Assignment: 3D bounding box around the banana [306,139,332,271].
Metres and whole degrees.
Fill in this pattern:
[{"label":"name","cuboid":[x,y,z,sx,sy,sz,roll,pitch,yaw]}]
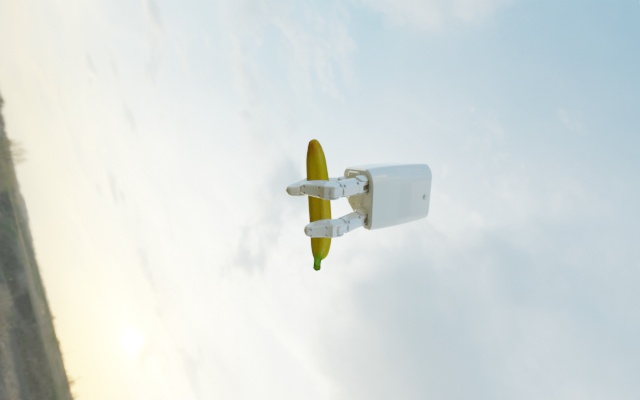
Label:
[{"label":"banana","cuboid":[-0.001,0.005,0.742,0.037,0.198,0.069,-4,1,-4]}]
